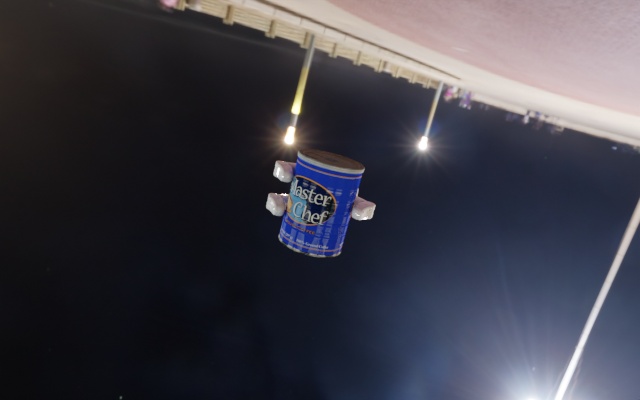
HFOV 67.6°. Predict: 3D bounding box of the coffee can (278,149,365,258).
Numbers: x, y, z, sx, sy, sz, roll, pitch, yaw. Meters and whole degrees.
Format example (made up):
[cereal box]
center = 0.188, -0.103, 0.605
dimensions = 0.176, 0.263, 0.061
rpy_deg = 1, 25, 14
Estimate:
[coffee can]
center = 0.000, 0.002, 0.734
dimensions = 0.103, 0.140, 0.102
rpy_deg = 13, 15, -4
